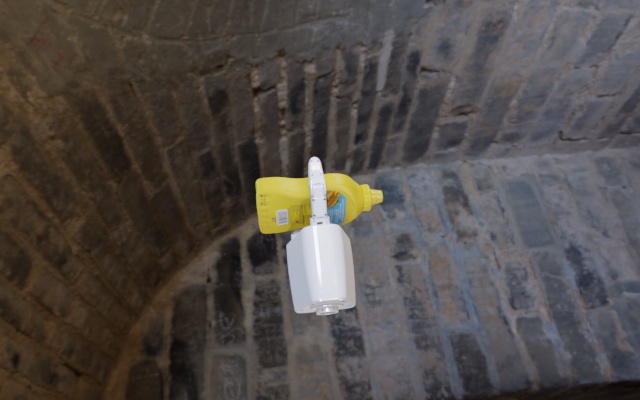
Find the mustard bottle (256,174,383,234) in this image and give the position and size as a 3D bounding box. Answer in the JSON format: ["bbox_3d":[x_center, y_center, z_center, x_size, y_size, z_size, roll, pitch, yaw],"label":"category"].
[{"bbox_3d":[0.000,0.002,0.729,0.191,0.096,0.058,-5,45,-5],"label":"mustard bottle"}]
